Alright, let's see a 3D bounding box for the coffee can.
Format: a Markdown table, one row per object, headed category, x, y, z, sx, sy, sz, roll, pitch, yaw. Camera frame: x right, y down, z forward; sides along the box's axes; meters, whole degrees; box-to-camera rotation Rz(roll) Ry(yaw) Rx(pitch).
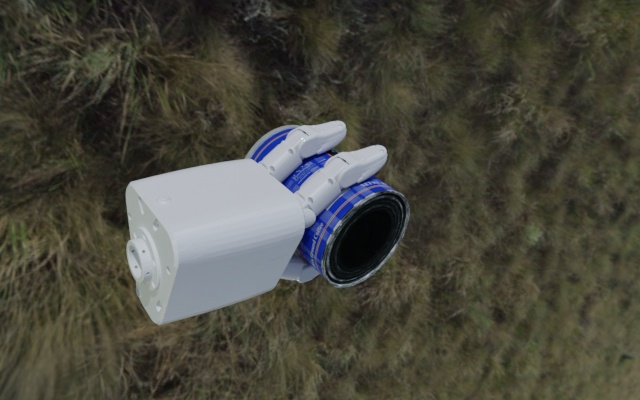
| category | x | y | z | sx | sy | sz | roll | pitch | yaw |
| --- | --- | --- | --- | --- | --- | --- | --- | --- | --- |
| coffee can | 0.000 | 0.001 | 0.464 | 0.103 | 0.103 | 0.140 | 0 | 30 | -45 |
